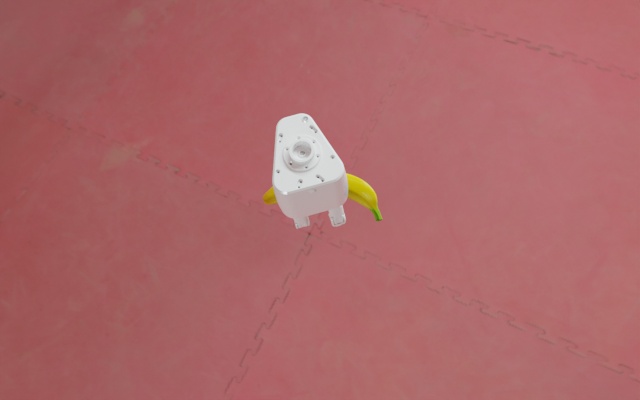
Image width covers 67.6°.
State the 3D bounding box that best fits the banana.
[{"bbox_3d":[0.006,-0.015,0.774,0.198,0.069,0.037,9,-10,4],"label":"banana"}]
